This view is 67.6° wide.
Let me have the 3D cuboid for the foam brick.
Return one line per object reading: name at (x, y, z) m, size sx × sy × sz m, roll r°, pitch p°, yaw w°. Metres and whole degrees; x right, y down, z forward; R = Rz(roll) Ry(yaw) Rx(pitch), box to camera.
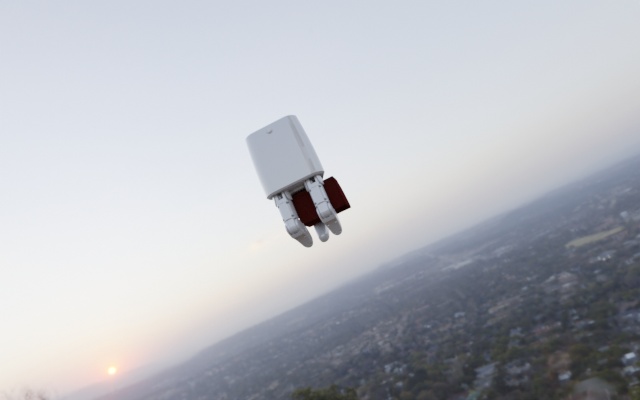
foam brick at (0.000, 0.002, 0.755) m, size 0.078 × 0.051 × 0.053 m, roll -26°, pitch -11°, yaw 8°
